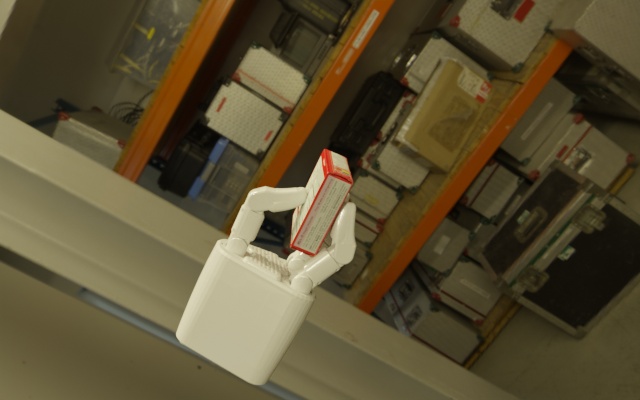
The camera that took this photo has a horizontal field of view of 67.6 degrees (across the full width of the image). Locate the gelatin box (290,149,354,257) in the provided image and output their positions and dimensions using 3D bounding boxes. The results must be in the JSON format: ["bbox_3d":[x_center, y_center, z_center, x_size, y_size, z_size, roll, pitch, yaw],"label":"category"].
[{"bbox_3d":[0.000,0.001,0.482,0.030,0.089,0.073,22,20,-11],"label":"gelatin box"}]
